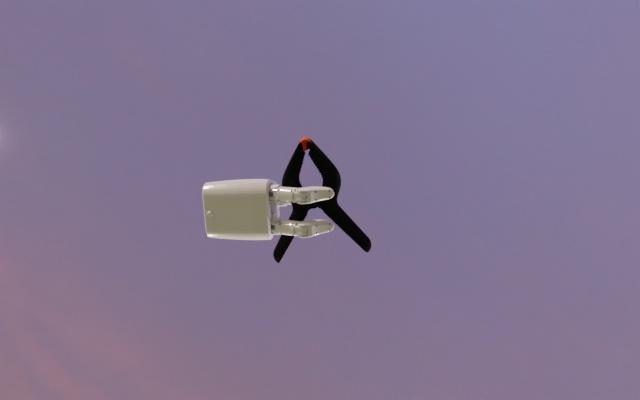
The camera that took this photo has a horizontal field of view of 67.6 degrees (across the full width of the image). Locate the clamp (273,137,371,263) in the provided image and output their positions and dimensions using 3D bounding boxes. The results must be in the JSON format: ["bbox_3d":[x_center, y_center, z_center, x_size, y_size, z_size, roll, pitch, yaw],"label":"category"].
[{"bbox_3d":[0.000,0.002,0.777,0.164,0.210,0.036,-1,16,2],"label":"clamp"}]
